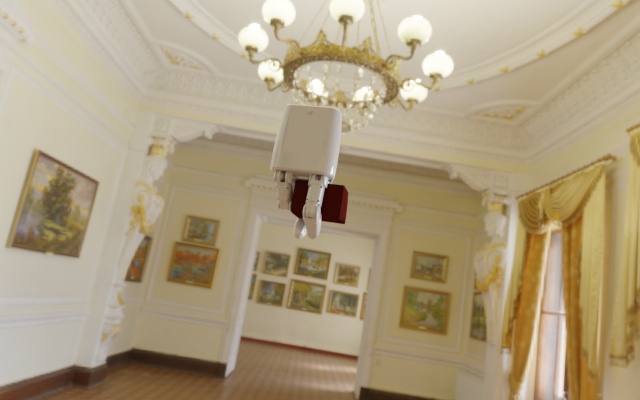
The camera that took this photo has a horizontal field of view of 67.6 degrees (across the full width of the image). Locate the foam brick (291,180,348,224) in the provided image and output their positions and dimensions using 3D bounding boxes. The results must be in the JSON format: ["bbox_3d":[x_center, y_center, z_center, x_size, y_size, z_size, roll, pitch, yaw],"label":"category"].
[{"bbox_3d":[0.000,0.003,0.731,0.078,0.051,0.053,7,-12,12],"label":"foam brick"}]
